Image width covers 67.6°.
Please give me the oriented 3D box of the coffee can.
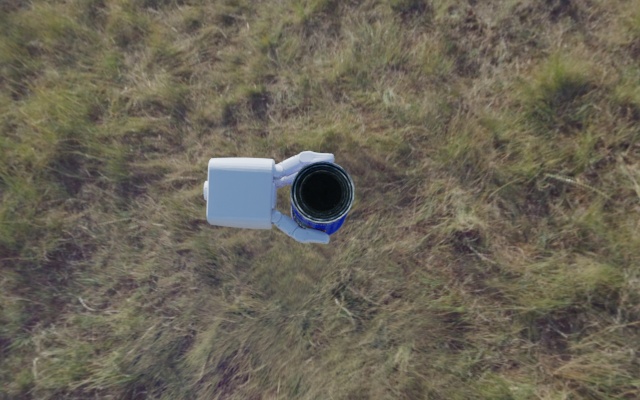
[{"bbox_3d":[0.000,0.003,0.818,0.103,0.102,0.140,0,-13,-3],"label":"coffee can"}]
